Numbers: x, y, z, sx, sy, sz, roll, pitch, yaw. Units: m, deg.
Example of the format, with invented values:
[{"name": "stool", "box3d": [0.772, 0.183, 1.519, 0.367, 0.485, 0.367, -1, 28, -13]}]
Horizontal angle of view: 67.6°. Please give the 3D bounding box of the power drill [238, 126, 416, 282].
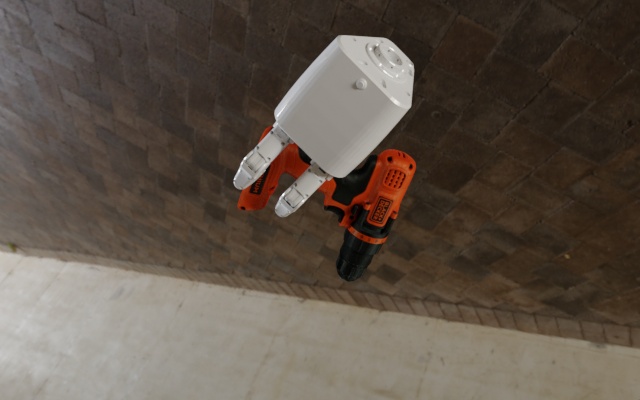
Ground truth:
[{"name": "power drill", "box3d": [0.000, 0.002, 0.582, 0.187, 0.184, 0.057, 18, 23, -8]}]
